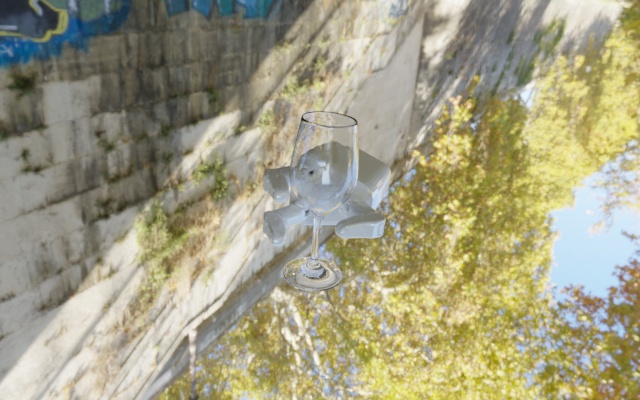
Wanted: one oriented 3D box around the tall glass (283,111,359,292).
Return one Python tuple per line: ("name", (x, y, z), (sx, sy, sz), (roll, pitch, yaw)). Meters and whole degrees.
("tall glass", (0.000, 0.003, 0.555), (0.079, 0.201, 0.079), (5, 25, -2))
